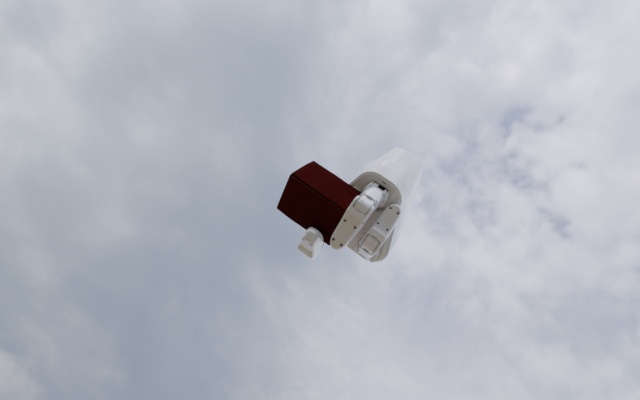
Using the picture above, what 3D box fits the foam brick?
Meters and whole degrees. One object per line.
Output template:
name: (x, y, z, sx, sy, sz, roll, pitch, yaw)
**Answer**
foam brick: (0.000, 0.002, 0.543, 0.078, 0.053, 0.051, 35, 36, 10)
